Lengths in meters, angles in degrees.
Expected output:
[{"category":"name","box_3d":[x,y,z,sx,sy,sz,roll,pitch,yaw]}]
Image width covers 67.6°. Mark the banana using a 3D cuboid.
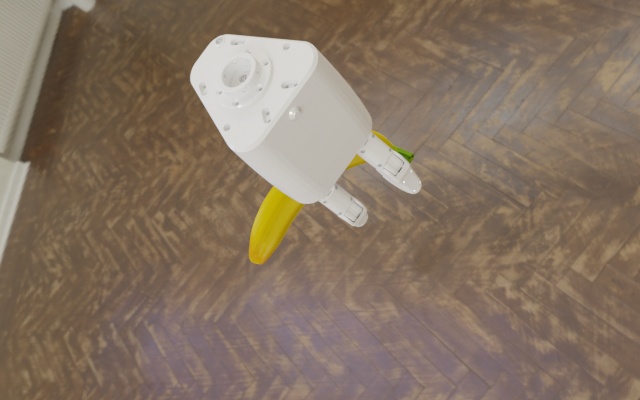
[{"category":"banana","box_3d":[-0.006,-0.015,0.487,0.198,0.069,0.037,-35,-25,9]}]
